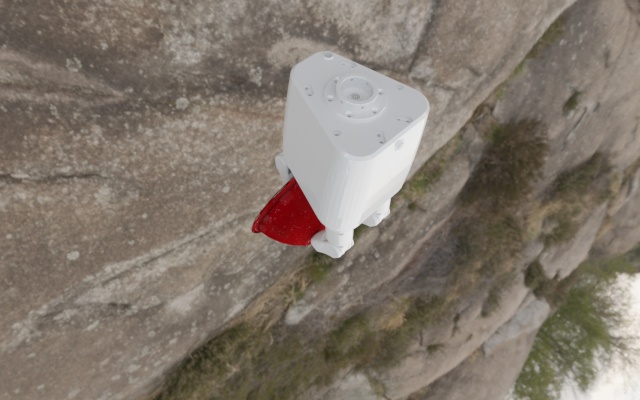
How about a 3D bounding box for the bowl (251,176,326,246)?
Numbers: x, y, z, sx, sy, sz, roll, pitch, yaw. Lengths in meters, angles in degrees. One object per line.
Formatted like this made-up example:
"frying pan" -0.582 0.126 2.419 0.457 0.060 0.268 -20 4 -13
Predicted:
"bowl" 0.000 0.002 0.546 0.162 0.055 0.162 -41 -7 -6
